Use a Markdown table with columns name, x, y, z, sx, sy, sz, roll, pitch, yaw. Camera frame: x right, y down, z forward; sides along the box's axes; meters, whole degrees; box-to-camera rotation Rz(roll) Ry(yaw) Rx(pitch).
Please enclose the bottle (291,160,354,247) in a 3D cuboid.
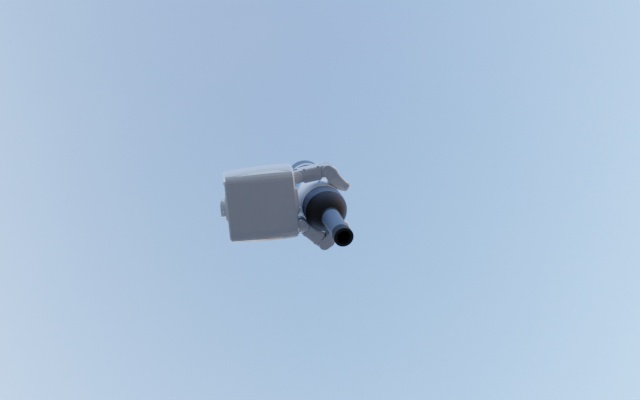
| name | x | y | z | sx | sy | sz | roll | pitch | yaw |
| --- | --- | --- | --- | --- | --- | --- | --- | --- | --- |
| bottle | 0.000 | 0.002 | 0.767 | 0.069 | 0.069 | 0.295 | 0 | 18 | -13 |
